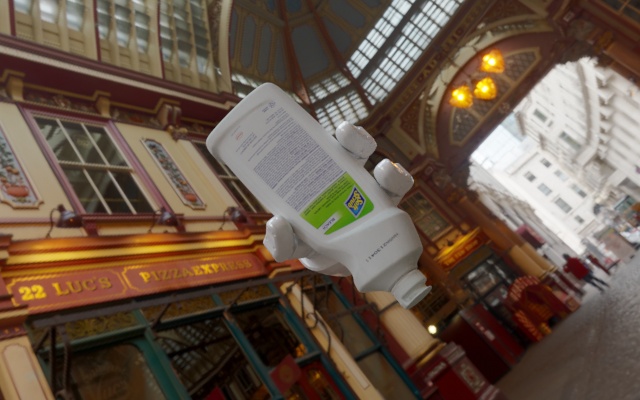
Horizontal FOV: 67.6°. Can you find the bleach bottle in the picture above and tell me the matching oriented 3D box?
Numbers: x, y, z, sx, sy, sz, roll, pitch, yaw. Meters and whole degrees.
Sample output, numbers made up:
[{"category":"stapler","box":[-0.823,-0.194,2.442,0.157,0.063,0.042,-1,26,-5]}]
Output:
[{"category":"bleach bottle","box":[0.000,0.001,0.447,0.250,0.102,0.068,49,6,24]}]
